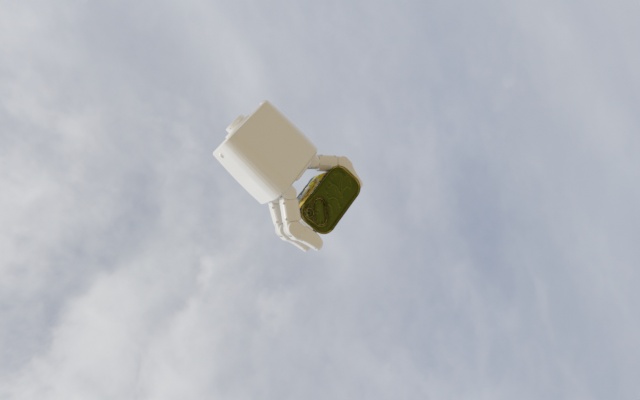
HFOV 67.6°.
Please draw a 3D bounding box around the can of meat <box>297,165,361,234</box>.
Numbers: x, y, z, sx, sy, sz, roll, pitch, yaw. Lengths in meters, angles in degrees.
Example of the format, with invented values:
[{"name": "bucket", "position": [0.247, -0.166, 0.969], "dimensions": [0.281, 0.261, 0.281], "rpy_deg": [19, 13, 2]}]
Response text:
[{"name": "can of meat", "position": [0.000, 0.002, 0.716], "dimensions": [0.057, 0.102, 0.084], "rpy_deg": [42, -20, -14]}]
